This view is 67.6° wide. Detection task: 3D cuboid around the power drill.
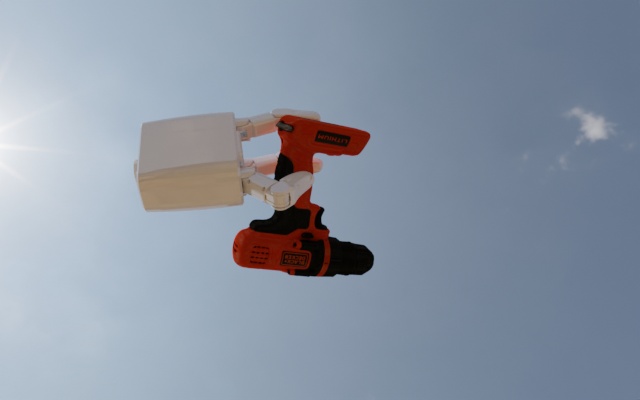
[{"bbox_3d":[0.000,0.001,0.569,0.184,0.188,0.057,8,10,-27],"label":"power drill"}]
